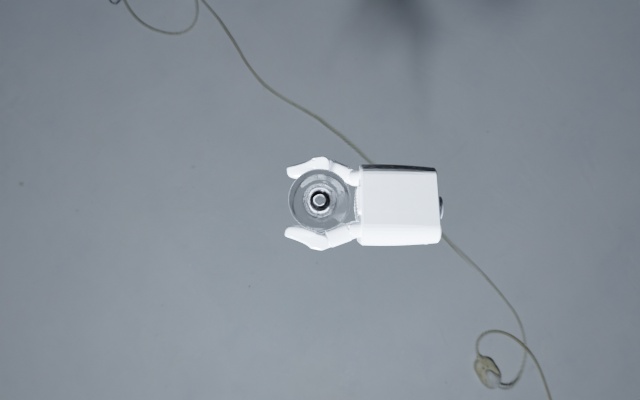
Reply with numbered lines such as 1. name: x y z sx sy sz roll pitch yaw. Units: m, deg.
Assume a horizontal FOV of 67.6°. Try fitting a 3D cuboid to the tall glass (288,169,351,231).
1. tall glass: 0.000 0.002 0.661 0.079 0.079 0.201 0 -2 0
